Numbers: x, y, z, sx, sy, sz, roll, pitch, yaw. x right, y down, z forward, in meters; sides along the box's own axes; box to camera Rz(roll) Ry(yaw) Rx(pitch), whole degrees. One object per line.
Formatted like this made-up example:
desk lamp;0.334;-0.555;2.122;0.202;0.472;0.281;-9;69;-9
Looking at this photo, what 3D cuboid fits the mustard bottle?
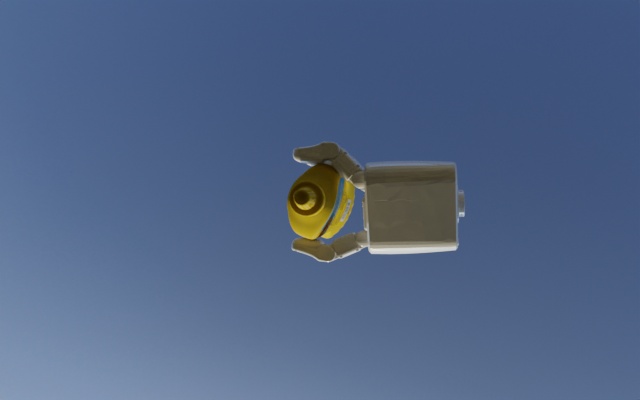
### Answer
mustard bottle;0.000;0.002;0.613;0.058;0.096;0.191;23;2;12
